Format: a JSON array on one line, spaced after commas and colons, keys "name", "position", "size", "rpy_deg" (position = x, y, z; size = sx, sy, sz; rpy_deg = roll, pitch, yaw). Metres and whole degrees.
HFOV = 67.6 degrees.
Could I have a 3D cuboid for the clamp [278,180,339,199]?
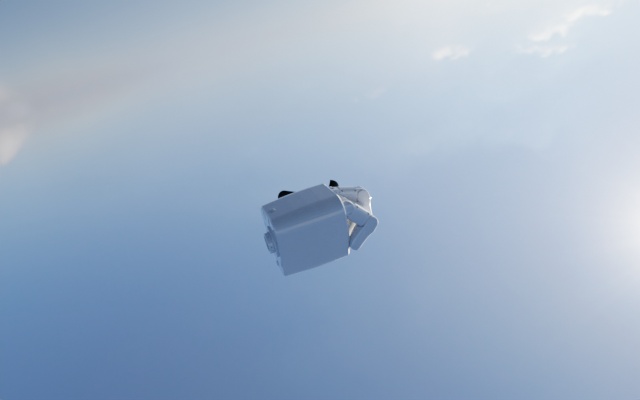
[{"name": "clamp", "position": [0.000, 0.003, 0.819], "size": [0.120, 0.039, 0.171], "rpy_deg": [-16, 19, -15]}]
